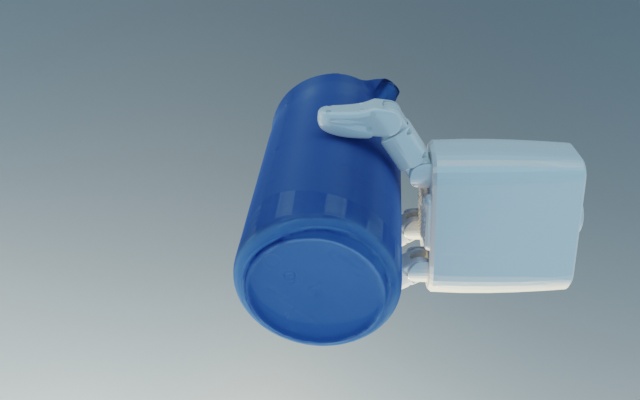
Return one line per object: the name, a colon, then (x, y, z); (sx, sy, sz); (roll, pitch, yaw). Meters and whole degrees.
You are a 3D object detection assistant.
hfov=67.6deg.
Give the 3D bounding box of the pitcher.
pitcher: (0.000, 0.001, 0.401); (0.145, 0.149, 0.242); (0, 32, 6)
